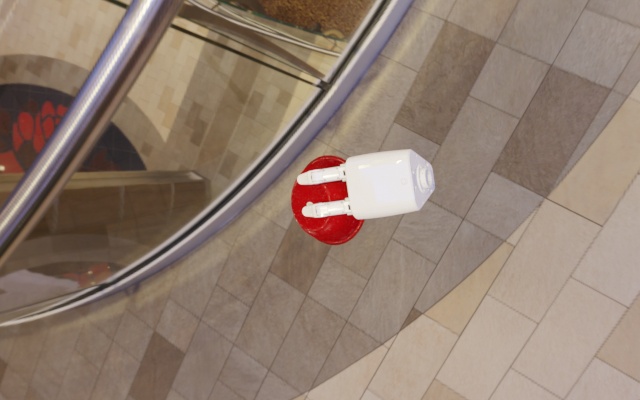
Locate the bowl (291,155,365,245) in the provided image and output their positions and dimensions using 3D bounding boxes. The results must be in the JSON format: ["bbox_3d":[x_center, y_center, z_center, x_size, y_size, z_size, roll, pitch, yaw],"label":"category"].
[{"bbox_3d":[-0.001,0.003,0.833,0.162,0.162,0.055,0,6,41],"label":"bowl"}]
